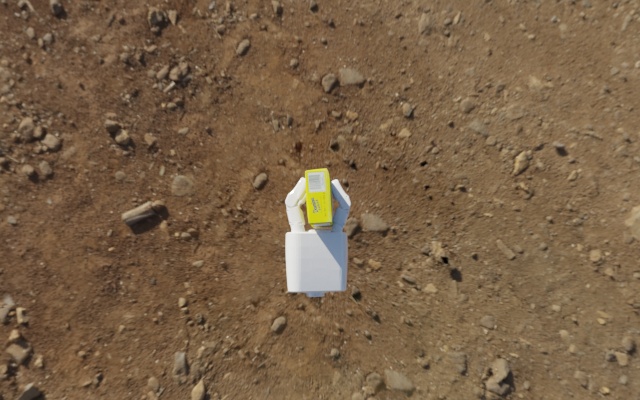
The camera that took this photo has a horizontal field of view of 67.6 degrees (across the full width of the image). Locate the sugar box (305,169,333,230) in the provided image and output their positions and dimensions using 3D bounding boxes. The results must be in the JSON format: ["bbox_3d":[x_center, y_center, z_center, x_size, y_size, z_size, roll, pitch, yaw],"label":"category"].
[{"bbox_3d":[0.000,0.003,0.882,0.048,0.093,0.176,-3,-7,0],"label":"sugar box"}]
